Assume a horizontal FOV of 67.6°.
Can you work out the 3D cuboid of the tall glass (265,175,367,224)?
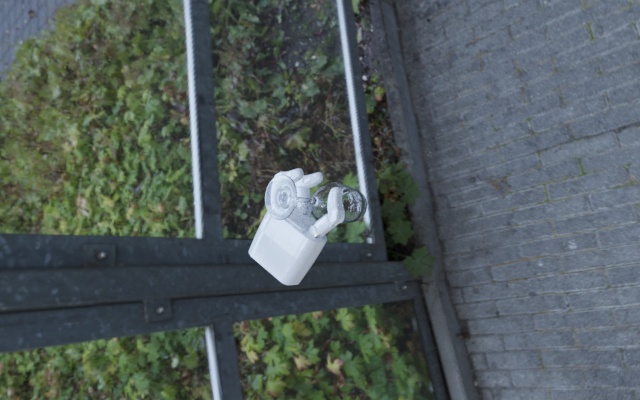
[{"bbox_3d":[0.000,0.003,0.848,0.079,0.079,0.201,0,-4,41],"label":"tall glass"}]
